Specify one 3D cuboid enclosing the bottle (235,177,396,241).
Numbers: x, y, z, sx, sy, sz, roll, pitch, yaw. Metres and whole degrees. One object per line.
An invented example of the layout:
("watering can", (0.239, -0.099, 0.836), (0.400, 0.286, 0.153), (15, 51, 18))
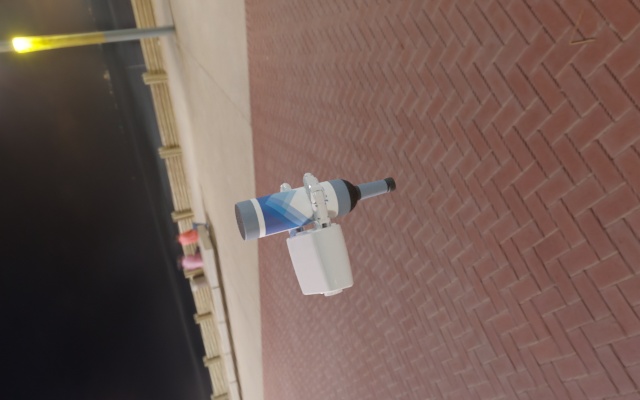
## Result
("bottle", (0.000, 0.003, 0.847), (0.295, 0.069, 0.069), (-14, 5, -19))
